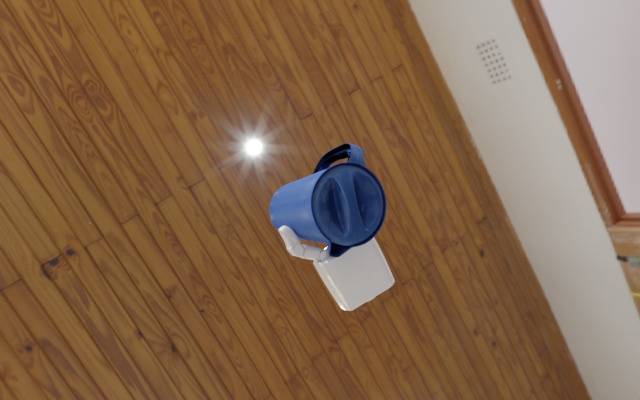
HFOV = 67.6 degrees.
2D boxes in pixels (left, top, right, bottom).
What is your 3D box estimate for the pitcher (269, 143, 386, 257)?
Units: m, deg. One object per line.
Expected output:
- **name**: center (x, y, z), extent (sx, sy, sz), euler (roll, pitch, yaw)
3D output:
- **pitcher**: center (0.000, 0.003, 0.843), extent (0.149, 0.145, 0.243), euler (-35, 12, -23)
